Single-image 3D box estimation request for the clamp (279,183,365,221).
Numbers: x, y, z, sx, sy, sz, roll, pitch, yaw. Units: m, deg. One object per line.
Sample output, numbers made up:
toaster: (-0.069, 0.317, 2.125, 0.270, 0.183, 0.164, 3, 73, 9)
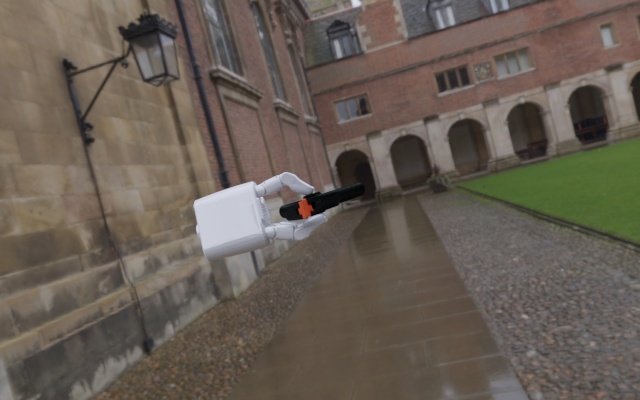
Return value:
clamp: (0.000, 0.002, 0.796, 0.164, 0.036, 0.210, -18, 1, 2)
